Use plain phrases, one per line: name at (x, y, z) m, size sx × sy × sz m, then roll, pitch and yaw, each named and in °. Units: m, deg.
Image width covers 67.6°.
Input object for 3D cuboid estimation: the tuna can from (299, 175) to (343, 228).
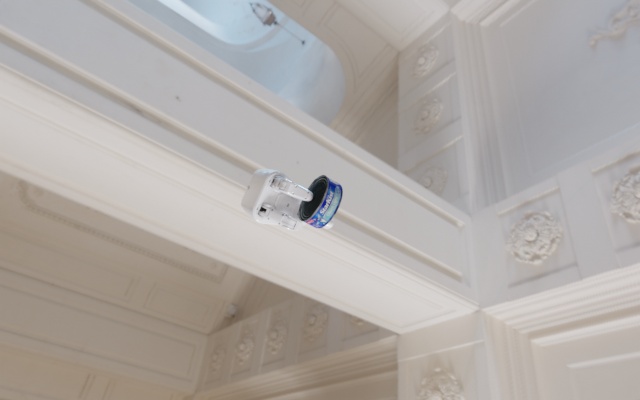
tuna can at (0.001, 0.003, 0.798) m, size 0.034 × 0.086 × 0.086 m, roll 28°, pitch -11°, yaw -22°
